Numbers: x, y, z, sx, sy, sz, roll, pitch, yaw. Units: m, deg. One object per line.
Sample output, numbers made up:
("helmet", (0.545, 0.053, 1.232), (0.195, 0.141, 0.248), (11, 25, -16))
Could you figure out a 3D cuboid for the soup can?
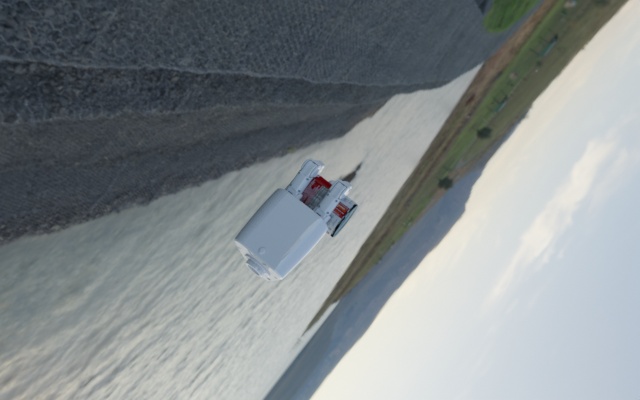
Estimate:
("soup can", (0.001, 0.002, 0.760), (0.102, 0.068, 0.068), (38, 7, 9))
